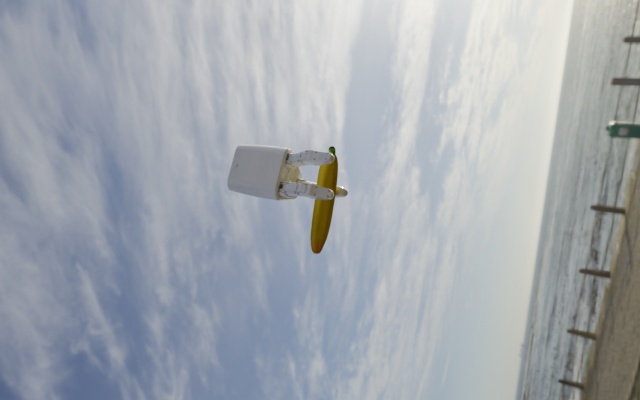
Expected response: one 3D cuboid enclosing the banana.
[{"bbox_3d":[0.005,-0.003,0.878,0.037,0.198,0.069,9,11,13],"label":"banana"}]
